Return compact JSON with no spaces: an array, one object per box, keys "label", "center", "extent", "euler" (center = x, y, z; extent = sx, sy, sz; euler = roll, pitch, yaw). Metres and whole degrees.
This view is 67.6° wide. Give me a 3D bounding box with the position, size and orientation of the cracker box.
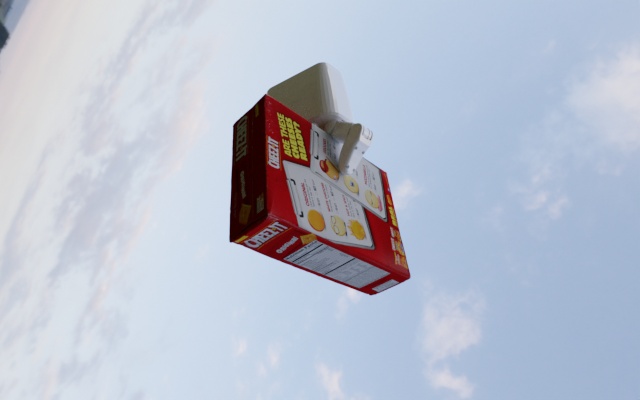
[{"label":"cracker box","center":[0.000,0.002,0.549],"extent":[0.214,0.164,0.072],"euler":[27,-48,-36]}]
